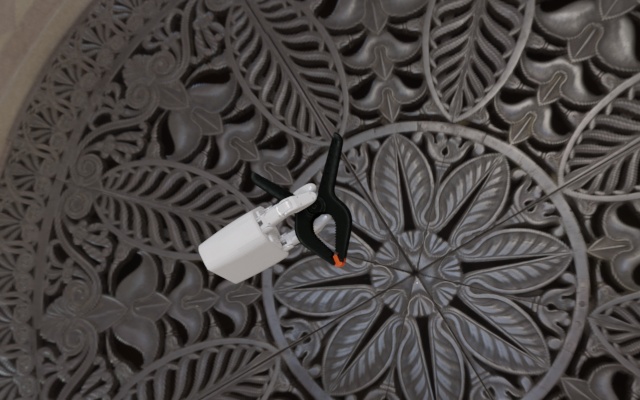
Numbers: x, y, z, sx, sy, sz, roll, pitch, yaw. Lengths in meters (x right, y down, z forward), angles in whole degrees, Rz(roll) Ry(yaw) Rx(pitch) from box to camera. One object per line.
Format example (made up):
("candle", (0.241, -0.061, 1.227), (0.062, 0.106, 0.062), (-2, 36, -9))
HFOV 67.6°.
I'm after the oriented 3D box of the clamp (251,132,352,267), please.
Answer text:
("clamp", (0.000, 0.003, 0.763), (0.164, 0.210, 0.036), (-31, -14, 7))
